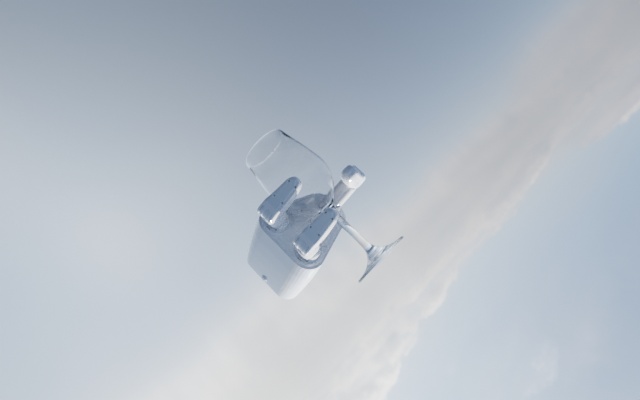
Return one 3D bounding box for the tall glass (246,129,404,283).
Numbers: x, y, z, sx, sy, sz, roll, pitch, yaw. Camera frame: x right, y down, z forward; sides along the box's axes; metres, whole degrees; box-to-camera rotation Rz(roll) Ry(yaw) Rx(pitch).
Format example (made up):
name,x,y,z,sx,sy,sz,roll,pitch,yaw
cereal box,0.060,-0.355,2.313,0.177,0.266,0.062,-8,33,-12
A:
name,x,y,z,sx,sy,sz,roll,pitch,yaw
tall glass,0.001,0.002,0.572,0.201,0.079,0.079,44,11,12
